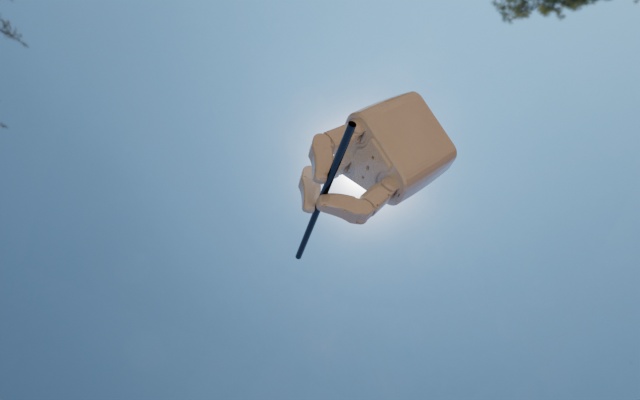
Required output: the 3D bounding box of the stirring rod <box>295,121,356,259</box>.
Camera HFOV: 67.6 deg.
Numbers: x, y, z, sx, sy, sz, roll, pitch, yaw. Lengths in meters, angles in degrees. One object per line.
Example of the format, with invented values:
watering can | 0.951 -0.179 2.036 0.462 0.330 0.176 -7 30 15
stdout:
stirring rod | 0.000 0.002 0.525 0.011 0.011 0.240 0 -36 -17
